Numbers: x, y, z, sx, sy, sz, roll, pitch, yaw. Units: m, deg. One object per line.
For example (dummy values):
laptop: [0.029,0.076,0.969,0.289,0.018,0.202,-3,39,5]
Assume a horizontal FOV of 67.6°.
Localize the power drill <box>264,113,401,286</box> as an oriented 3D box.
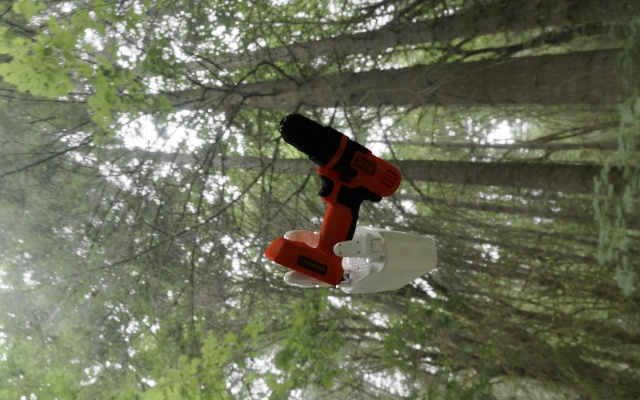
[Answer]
power drill: [0.000,0.003,0.617,0.184,0.187,0.057,26,-4,-21]
